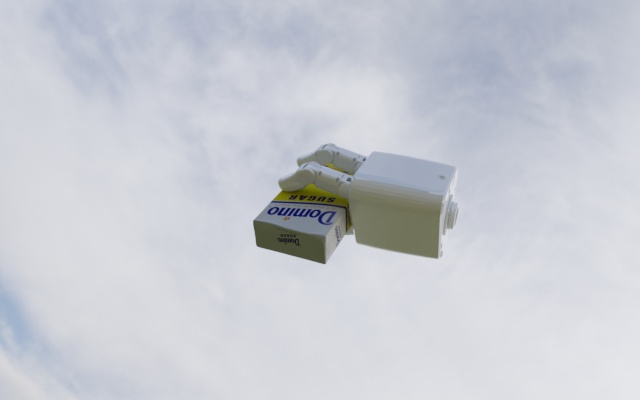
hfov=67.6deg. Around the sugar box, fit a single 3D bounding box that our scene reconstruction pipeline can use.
[{"bbox_3d":[0.000,0.001,0.599,0.093,0.048,0.176,11,34,21],"label":"sugar box"}]
